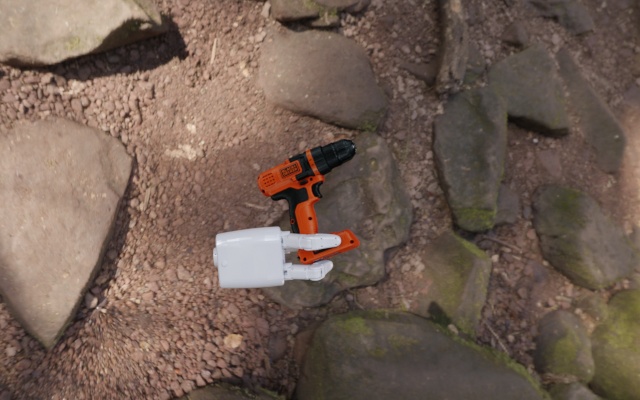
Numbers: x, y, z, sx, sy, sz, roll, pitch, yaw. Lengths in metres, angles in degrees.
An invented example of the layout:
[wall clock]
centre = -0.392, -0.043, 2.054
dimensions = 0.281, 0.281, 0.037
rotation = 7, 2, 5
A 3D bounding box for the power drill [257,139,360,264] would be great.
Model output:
[power drill]
centre = 0.000, 0.003, 0.819
dimensions = 0.184, 0.187, 0.057
rotation = -23, -14, 11
